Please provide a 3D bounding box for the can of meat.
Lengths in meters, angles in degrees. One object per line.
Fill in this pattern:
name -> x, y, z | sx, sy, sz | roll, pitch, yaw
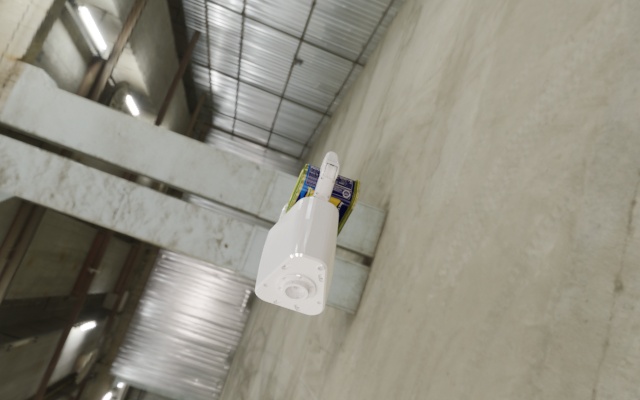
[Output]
can of meat -> 0.000, 0.002, 0.701 | 0.084, 0.057, 0.102 | 19, -47, -7
